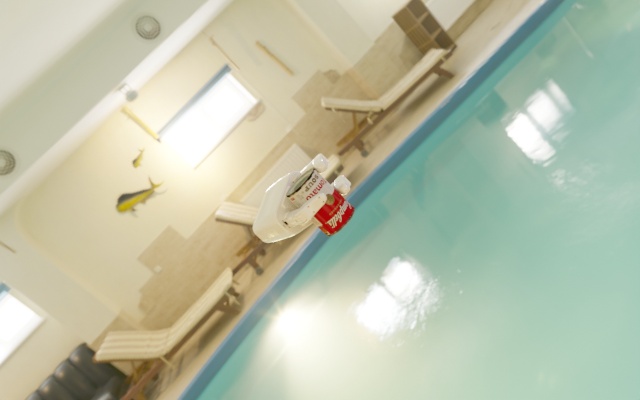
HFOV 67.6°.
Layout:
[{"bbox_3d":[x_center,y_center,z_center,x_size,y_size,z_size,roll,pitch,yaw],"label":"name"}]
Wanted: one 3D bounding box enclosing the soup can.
[{"bbox_3d":[0.000,0.002,0.810,0.102,0.068,0.068,44,-13,-14],"label":"soup can"}]
